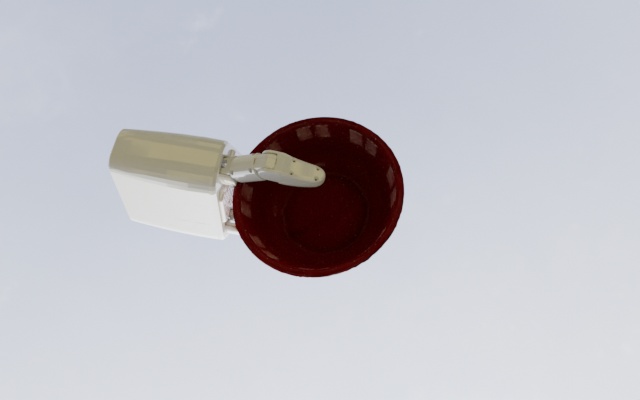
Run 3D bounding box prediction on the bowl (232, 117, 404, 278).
[{"bbox_3d":[0.001,0.002,0.463,0.162,0.162,0.055,0,-23,11],"label":"bowl"}]
